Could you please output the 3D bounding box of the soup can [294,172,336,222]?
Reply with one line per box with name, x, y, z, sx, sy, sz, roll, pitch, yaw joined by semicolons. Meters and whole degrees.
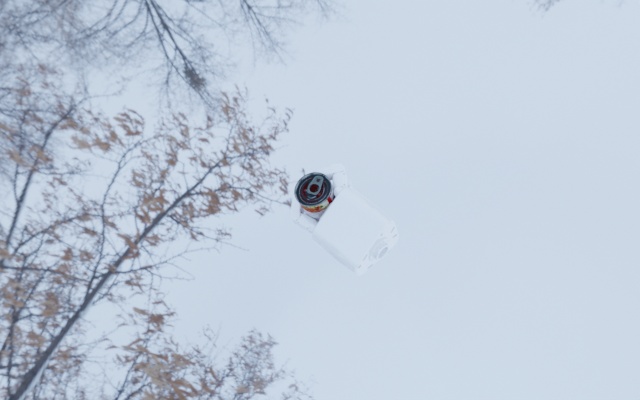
soup can;0.000;0.003;0.868;0.068;0.068;0.102;0;-27;18
